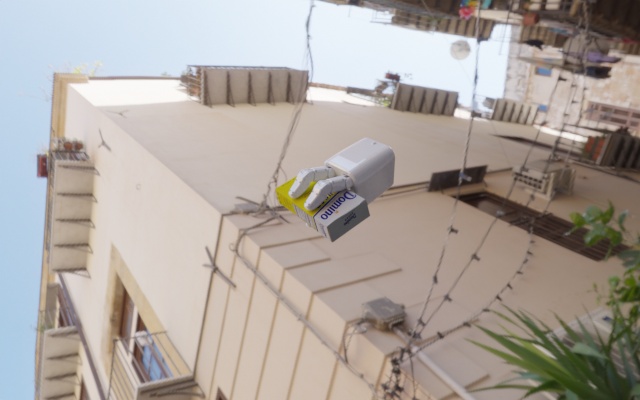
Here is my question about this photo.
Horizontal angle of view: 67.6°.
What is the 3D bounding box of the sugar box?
[{"bbox_3d":[0.000,0.002,0.894,0.093,0.048,0.176,-34,37,-22],"label":"sugar box"}]
